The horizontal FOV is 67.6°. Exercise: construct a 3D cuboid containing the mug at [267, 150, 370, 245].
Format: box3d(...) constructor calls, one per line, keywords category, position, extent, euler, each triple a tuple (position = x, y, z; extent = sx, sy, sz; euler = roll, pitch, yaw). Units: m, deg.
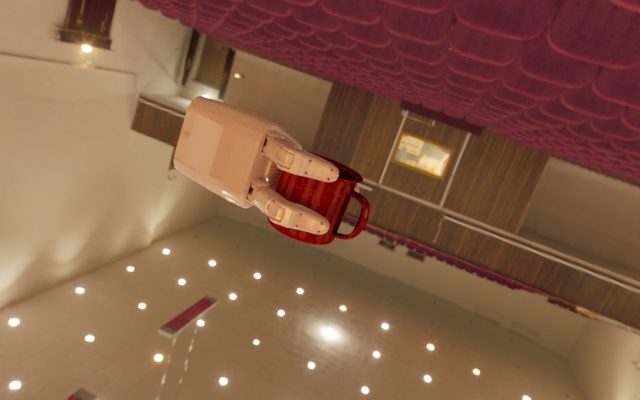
box3d(category="mug", position=(0.001, 0.003, 0.527), extent=(0.117, 0.081, 0.093), euler=(27, 16, 22))
